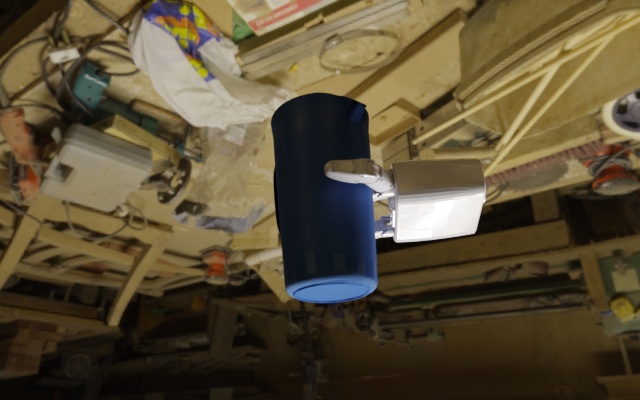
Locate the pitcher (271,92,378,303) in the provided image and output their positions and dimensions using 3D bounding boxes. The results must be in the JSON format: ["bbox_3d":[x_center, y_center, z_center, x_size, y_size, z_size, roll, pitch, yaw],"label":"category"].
[{"bbox_3d":[0.000,0.002,0.607,0.145,0.242,0.149,-5,-25,4],"label":"pitcher"}]
